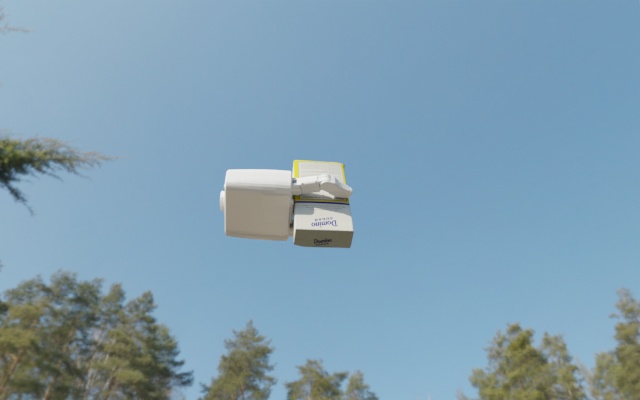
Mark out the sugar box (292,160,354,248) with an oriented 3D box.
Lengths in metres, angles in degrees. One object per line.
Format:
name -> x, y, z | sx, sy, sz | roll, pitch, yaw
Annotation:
sugar box -> 0.000, 0.003, 0.801 | 0.093, 0.048, 0.176 | 3, 43, -6
